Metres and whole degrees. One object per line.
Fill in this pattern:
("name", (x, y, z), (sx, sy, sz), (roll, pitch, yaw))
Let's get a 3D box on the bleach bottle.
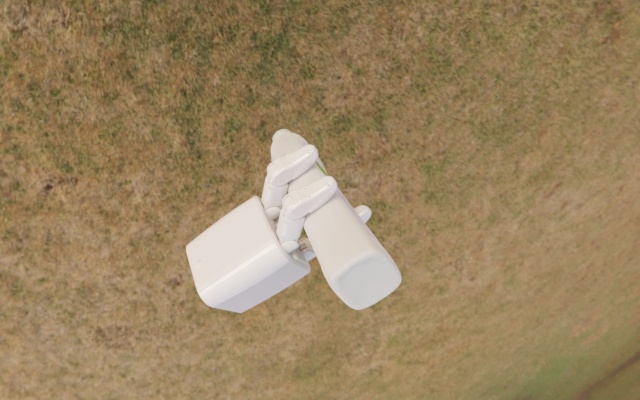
("bleach bottle", (0.000, 0.002, 0.567), (0.068, 0.250, 0.103), (-34, -41, 4))
